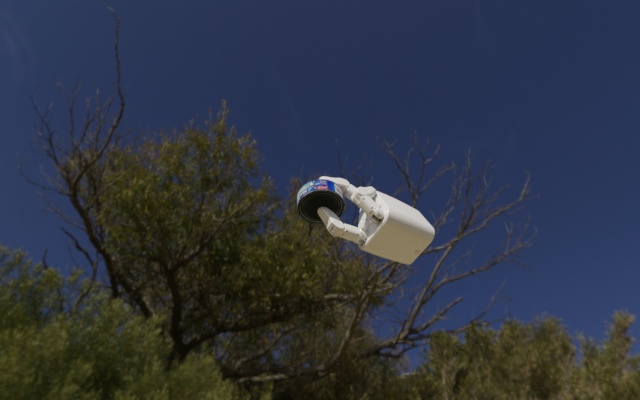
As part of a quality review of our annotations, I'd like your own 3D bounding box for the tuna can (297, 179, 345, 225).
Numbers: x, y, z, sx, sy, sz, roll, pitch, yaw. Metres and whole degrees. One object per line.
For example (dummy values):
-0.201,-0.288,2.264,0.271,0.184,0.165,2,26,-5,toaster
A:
0.000,0.002,0.863,0.086,0.086,0.033,0,43,-5,tuna can
